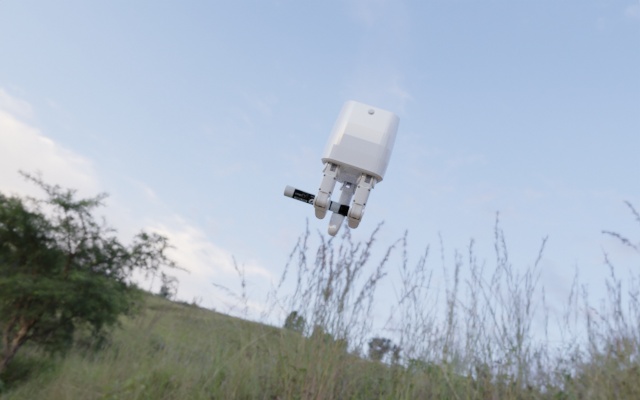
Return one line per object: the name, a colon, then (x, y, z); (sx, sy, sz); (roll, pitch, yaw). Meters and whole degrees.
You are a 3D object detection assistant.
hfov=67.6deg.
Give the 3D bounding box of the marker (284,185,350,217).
marker: (0.000, 0.003, 0.765); (0.121, 0.020, 0.020); (19, 2, 6)
